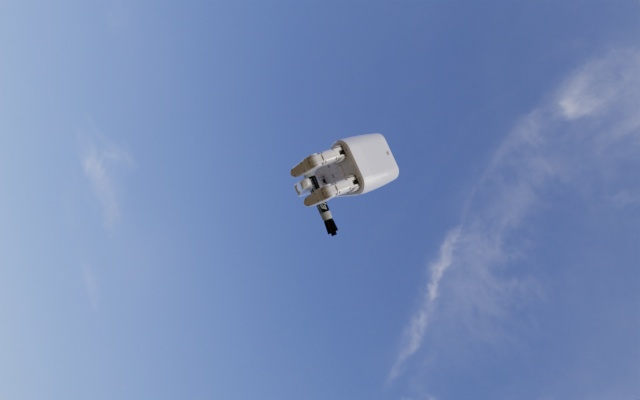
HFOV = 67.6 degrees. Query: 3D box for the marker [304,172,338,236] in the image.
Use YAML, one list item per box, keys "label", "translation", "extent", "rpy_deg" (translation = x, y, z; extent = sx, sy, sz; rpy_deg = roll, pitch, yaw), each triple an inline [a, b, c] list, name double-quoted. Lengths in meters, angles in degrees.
- label: "marker"
  translation: [0.000, 0.003, 0.801]
  extent: [0.020, 0.121, 0.020]
  rpy_deg: [-23, -4, -2]
